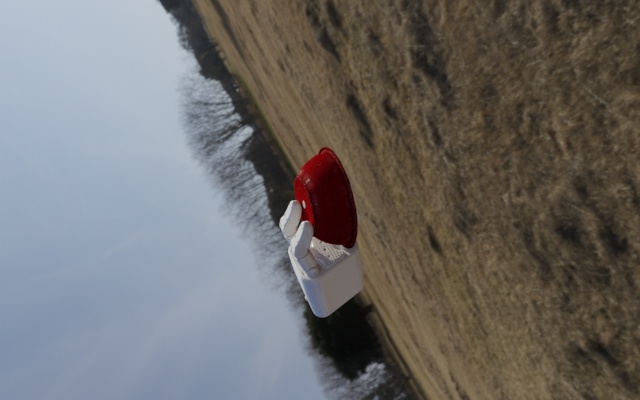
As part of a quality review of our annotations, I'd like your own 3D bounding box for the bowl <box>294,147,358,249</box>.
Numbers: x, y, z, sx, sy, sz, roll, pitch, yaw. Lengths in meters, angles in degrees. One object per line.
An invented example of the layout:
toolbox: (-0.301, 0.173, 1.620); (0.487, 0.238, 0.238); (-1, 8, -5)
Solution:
bowl: (0.000, 0.001, 0.729); (0.055, 0.162, 0.162); (-14, 4, -15)
